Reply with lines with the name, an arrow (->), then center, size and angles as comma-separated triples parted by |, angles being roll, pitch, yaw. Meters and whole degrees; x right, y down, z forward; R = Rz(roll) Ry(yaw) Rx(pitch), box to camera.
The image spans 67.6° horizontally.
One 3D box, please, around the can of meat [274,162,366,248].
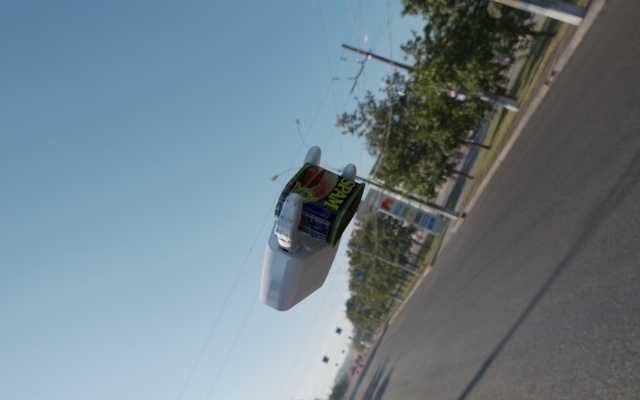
can of meat -> 0.000, 0.002, 0.615 | 0.084, 0.057, 0.102 | 23, 39, 12
